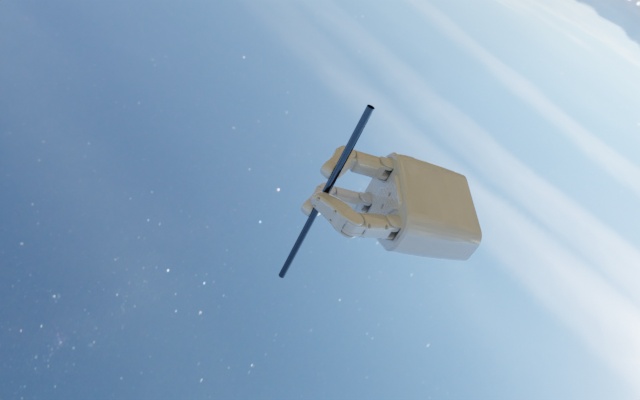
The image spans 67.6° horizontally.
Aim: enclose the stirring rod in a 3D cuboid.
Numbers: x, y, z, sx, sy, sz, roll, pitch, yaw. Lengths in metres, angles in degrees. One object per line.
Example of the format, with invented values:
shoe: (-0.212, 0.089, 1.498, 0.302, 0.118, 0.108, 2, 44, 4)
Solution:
stirring rod: (0.000, 0.002, 0.511, 0.011, 0.240, 0.011, 19, 34, -13)
